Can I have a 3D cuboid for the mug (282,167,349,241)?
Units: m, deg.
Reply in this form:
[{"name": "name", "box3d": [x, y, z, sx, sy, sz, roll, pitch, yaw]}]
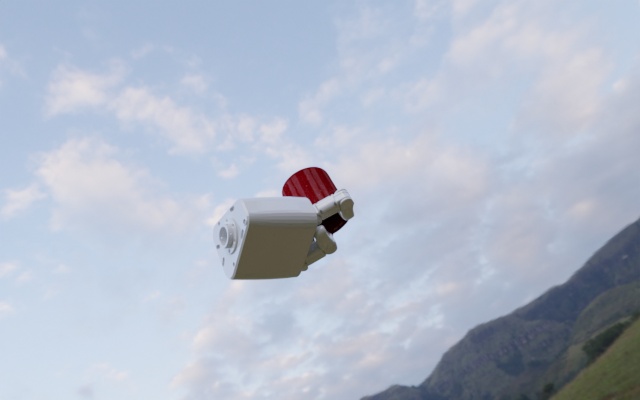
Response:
[{"name": "mug", "box3d": [0.001, 0.002, 0.747, 0.117, 0.081, 0.093, 1, -45, -37]}]
